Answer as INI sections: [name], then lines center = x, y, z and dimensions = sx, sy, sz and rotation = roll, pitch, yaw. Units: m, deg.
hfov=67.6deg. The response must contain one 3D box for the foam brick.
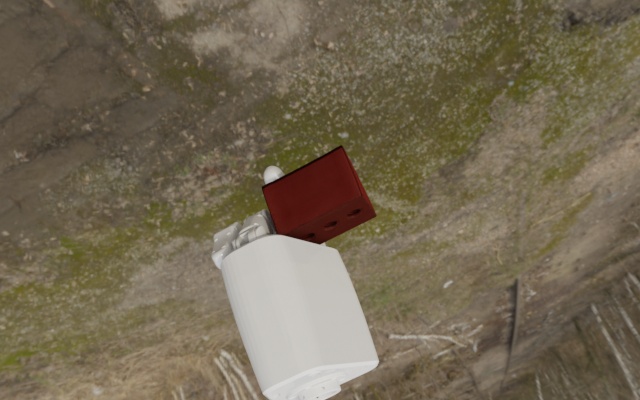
[foam brick]
center = 0.000, 0.001, 0.406
dimensions = 0.078, 0.051, 0.053
rotation = -28, -29, 8
